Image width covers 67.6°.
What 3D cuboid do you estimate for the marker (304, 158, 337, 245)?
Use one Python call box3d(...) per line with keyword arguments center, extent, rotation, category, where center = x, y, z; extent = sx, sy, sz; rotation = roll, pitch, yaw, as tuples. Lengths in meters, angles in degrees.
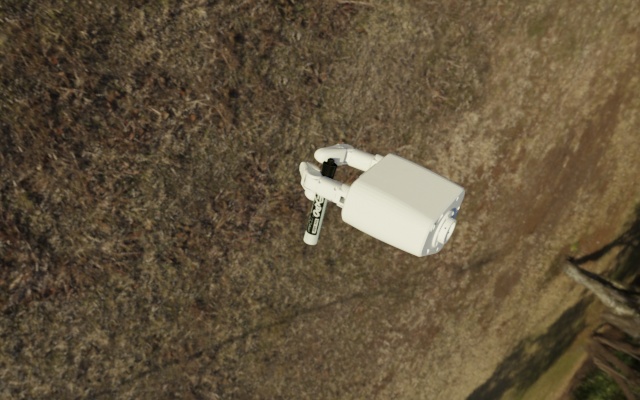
box3d(center=(0.000, 0.002, 0.617), extent=(0.020, 0.121, 0.020), rotation=(12, 25, -6), category="marker")
